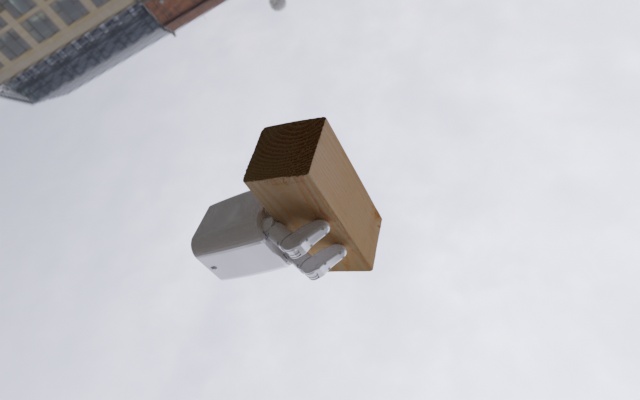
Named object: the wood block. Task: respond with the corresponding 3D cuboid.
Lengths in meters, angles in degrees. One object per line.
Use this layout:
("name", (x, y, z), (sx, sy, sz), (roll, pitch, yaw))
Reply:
("wood block", (0.000, 0.002, 0.617), (0.090, 0.090, 0.206), (-5, -39, 27))
